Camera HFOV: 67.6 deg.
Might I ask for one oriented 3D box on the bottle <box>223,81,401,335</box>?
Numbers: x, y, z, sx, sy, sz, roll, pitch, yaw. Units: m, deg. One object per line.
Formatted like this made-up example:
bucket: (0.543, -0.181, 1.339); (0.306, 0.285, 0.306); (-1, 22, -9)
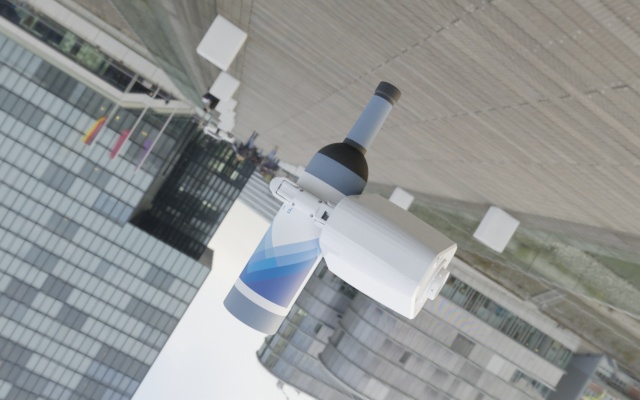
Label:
bottle: (0.000, 0.002, 0.521); (0.069, 0.295, 0.069); (32, -1, 1)
